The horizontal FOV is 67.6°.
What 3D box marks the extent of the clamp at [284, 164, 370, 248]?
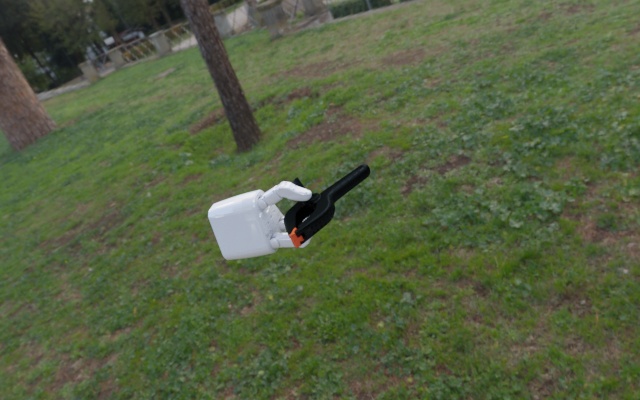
[{"bbox_3d":[-0.001,0.002,0.842,0.164,0.036,0.209,-14,29,23],"label":"clamp"}]
